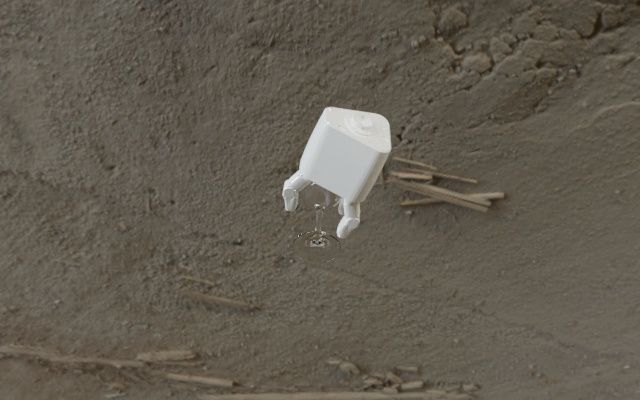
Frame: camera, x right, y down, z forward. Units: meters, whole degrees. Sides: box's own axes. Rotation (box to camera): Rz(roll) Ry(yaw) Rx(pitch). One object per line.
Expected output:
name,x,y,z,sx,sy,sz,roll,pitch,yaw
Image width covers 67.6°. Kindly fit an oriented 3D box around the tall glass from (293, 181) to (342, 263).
tall glass,0.000,0.003,0.800,0.079,0.079,0.200,0,44,4
